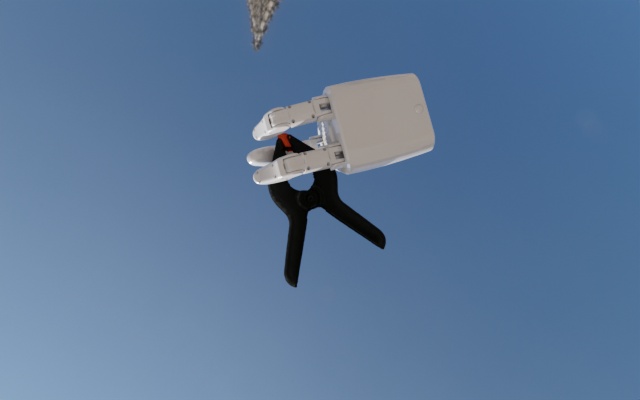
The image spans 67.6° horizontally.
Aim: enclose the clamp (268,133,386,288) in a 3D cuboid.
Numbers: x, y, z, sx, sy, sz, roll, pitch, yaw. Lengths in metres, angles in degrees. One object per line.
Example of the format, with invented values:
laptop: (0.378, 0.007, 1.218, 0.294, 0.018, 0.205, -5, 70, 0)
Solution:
clamp: (0.000, 0.002, 0.542, 0.120, 0.171, 0.039, -14, -3, -9)
